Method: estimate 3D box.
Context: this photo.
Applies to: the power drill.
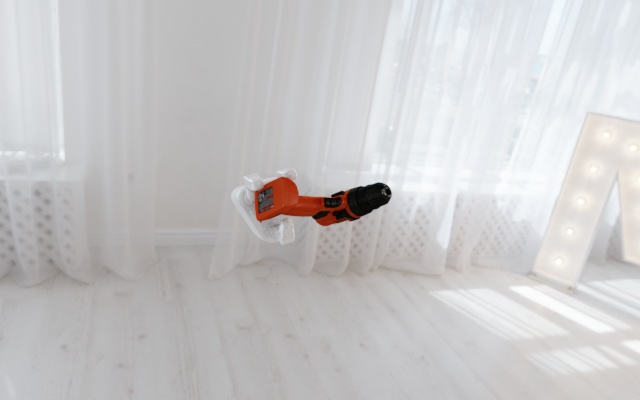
[{"bbox_3d":[0.000,0.003,0.794,0.187,0.057,0.184,7,-20,-36],"label":"power drill"}]
